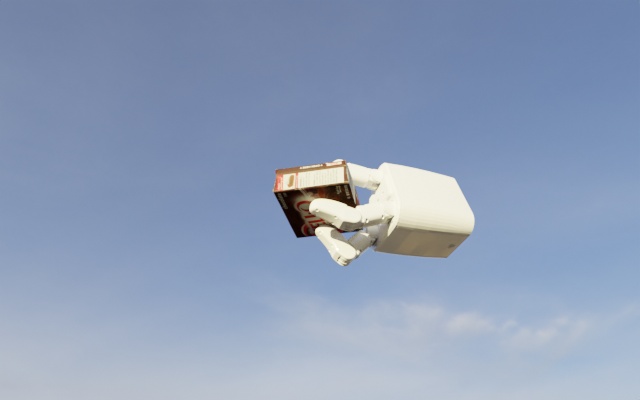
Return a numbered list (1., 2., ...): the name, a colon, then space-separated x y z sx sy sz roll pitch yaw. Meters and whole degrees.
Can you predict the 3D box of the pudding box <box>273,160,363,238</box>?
1. pudding box: 0.000 0.002 0.592 0.090 0.039 0.114 -8 -37 10
